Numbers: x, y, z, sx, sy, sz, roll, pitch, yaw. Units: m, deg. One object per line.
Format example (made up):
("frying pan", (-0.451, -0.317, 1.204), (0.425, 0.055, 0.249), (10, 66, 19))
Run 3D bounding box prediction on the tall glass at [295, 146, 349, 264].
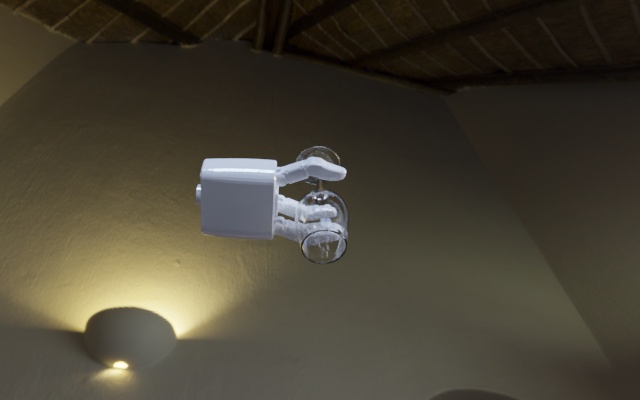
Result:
("tall glass", (0.000, 0.002, 0.711), (0.079, 0.079, 0.200), (0, 37, -4))
